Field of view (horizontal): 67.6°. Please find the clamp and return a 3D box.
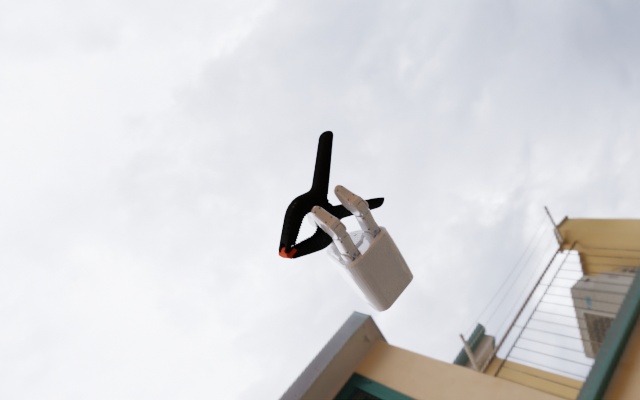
[{"bbox_3d":[-0.001,0.003,0.756,0.210,0.164,0.036,-44,20,-26],"label":"clamp"}]
